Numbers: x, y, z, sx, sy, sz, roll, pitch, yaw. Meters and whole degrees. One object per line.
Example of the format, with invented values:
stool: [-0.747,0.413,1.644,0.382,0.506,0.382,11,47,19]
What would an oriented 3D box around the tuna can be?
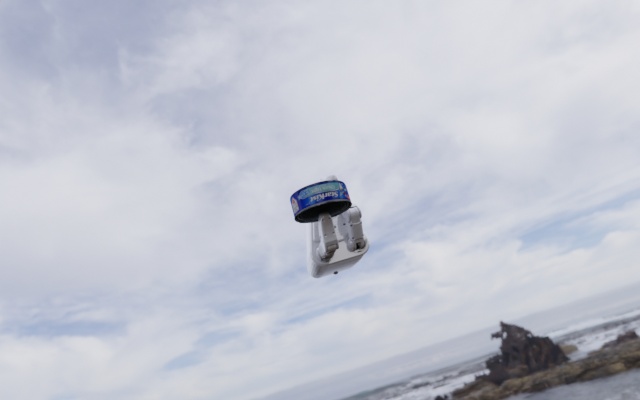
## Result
tuna can: [0.000,0.002,0.688,0.086,0.033,0.086,-14,-17,-4]
